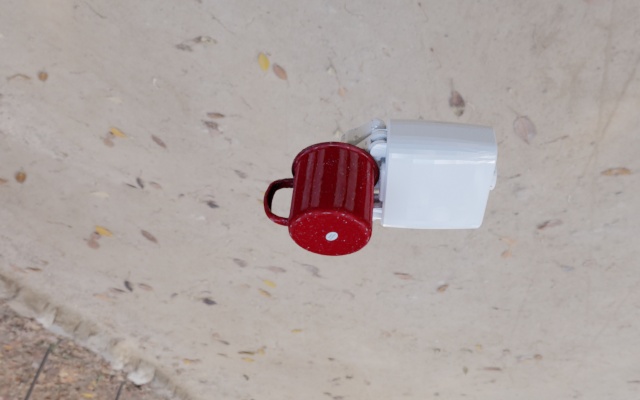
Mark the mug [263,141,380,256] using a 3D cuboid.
[{"bbox_3d":[-0.001,0.002,0.479,0.117,0.081,0.093,2,-37,5],"label":"mug"}]
